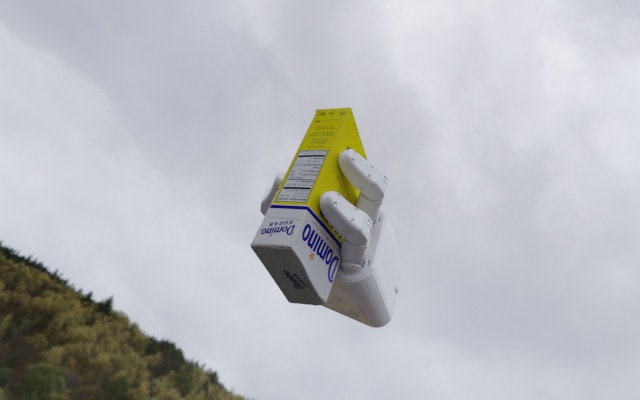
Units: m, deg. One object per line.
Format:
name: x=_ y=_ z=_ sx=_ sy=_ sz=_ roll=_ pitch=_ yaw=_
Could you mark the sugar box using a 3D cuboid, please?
sugar box: x=0.001 y=0.002 z=0.458 sx=0.048 sy=0.176 sz=0.093 roll=-1 pitch=-41 yaw=24
